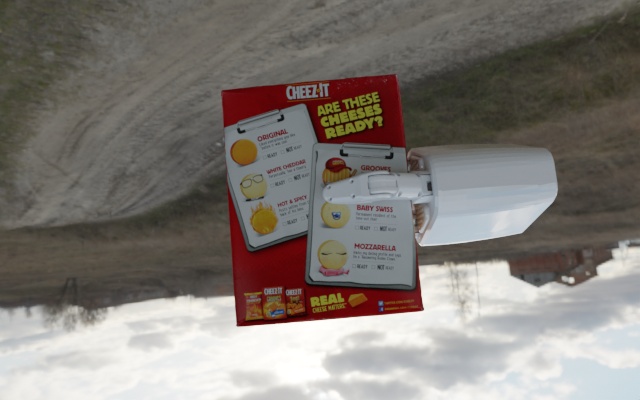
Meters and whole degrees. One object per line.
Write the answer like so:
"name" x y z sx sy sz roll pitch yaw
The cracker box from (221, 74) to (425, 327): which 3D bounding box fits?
"cracker box" 0.000 0.002 0.449 0.164 0.213 0.072 -5 -8 0
